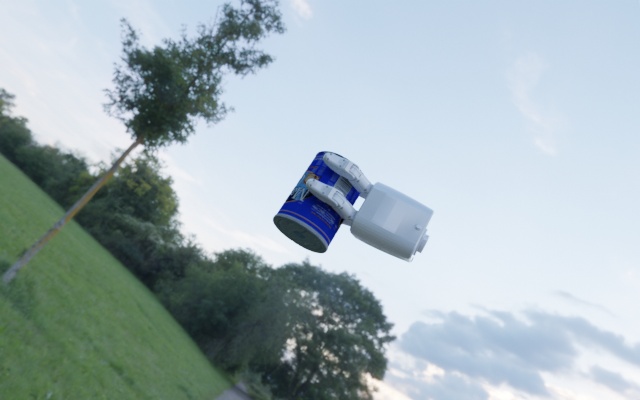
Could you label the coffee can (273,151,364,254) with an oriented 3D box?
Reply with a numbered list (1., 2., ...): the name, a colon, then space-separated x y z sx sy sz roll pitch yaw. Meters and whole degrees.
1. coffee can: 0.000 0.003 0.801 0.103 0.140 0.103 28 -22 12
